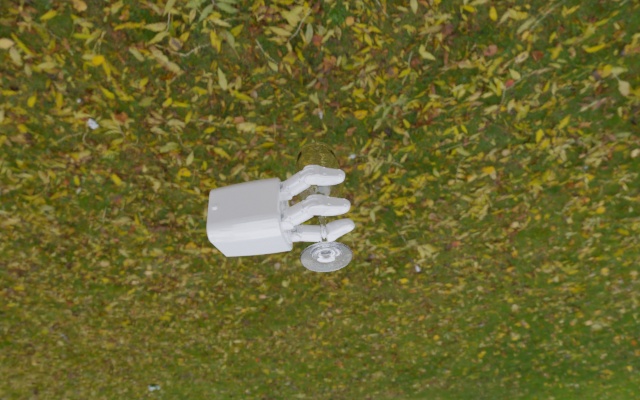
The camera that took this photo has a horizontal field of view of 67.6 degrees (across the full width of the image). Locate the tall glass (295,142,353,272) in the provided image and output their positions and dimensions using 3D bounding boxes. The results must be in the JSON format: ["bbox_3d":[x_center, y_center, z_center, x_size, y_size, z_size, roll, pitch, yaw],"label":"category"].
[{"bbox_3d":[0.000,0.003,0.721,0.079,0.200,0.079,-3,-39,-3],"label":"tall glass"}]
